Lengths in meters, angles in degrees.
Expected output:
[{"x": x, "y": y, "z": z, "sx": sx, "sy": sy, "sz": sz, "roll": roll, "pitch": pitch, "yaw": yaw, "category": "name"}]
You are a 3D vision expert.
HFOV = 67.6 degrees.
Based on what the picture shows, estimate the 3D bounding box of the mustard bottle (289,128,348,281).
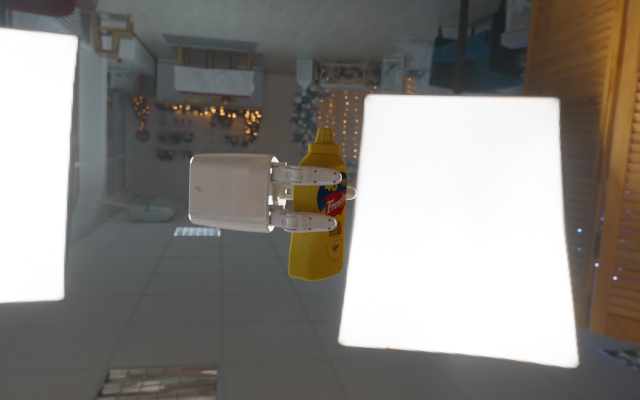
[{"x": 0.000, "y": 0.002, "z": 0.622, "sx": 0.058, "sy": 0.191, "sz": 0.096, "roll": 7, "pitch": 8, "yaw": 31, "category": "mustard bottle"}]
